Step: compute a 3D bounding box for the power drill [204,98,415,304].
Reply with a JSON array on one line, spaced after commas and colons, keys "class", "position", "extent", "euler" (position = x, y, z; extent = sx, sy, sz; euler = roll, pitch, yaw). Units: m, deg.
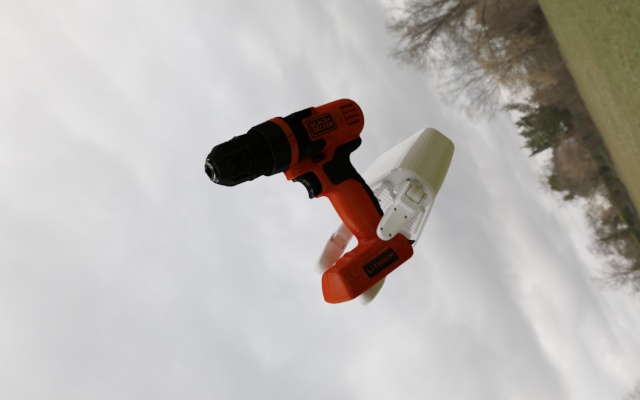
[{"class": "power drill", "position": [0.000, 0.002, 0.469], "extent": [0.184, 0.187, 0.057], "euler": [-27, 3, -33]}]
